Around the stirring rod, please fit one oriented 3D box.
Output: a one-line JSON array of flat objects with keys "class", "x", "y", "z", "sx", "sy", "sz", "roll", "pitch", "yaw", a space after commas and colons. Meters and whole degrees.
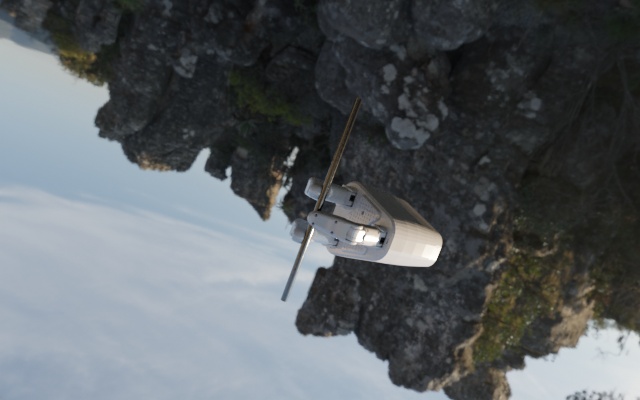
[{"class": "stirring rod", "x": 0.000, "y": 0.002, "z": 0.530, "sx": 0.011, "sy": 0.239, "sz": 0.011, "roll": 20, "pitch": 6, "yaw": -2}]
